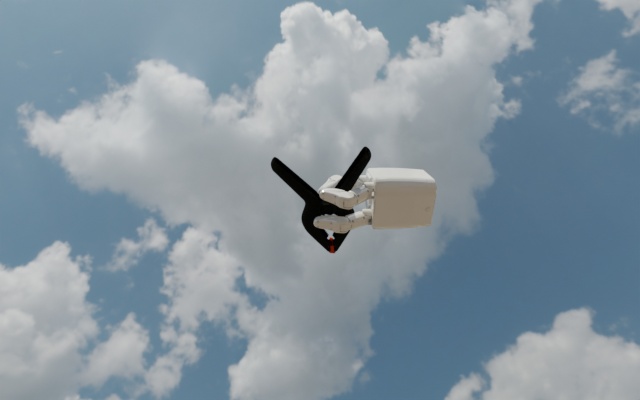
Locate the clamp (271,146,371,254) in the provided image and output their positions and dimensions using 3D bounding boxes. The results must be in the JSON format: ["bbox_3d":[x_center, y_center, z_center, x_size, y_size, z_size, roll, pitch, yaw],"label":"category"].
[{"bbox_3d":[0.000,0.003,0.829,0.164,0.210,0.036,0,33,-1],"label":"clamp"}]
